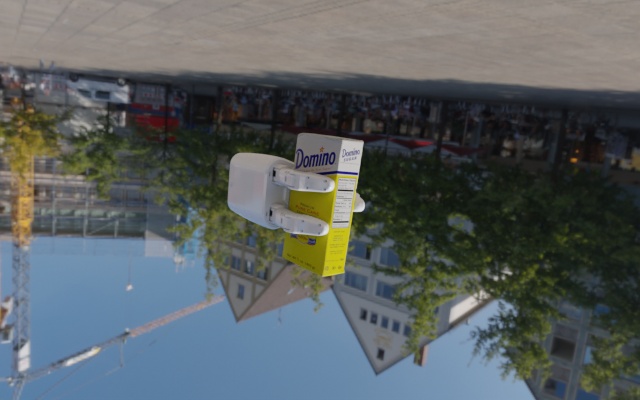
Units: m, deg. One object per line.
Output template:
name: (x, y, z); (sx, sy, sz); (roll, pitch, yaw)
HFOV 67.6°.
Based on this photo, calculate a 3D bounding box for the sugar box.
sugar box: (0.000, 0.002, 0.632); (0.048, 0.176, 0.093); (-2, 12, -40)
